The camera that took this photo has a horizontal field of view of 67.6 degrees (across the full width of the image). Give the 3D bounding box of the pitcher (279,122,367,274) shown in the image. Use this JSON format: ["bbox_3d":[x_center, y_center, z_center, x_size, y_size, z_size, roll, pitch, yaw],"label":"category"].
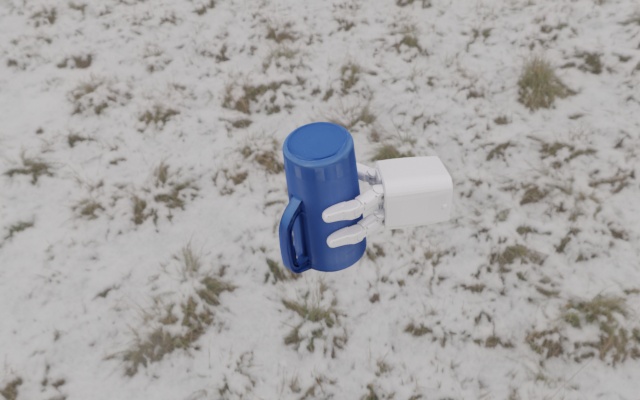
[{"bbox_3d":[0.000,0.003,0.786,0.145,0.243,0.149,-5,44,3],"label":"pitcher"}]
